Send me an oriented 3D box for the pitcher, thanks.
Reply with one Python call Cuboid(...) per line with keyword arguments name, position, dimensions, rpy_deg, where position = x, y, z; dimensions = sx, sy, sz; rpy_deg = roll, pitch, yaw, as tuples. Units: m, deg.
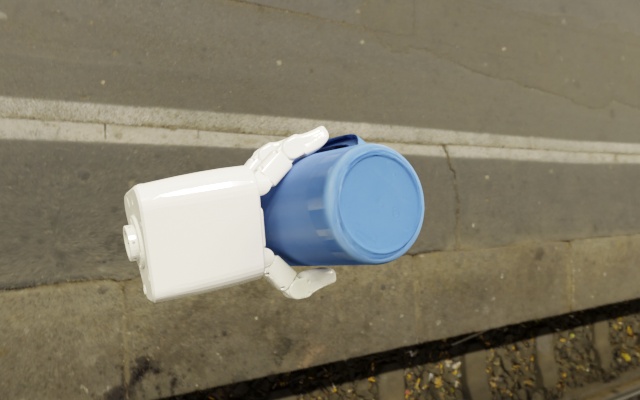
Cuboid(name="pitcher", position=(0.000, 0.002, 0.520), dimensions=(0.145, 0.149, 0.243), rpy_deg=(-11, 1, -29))
